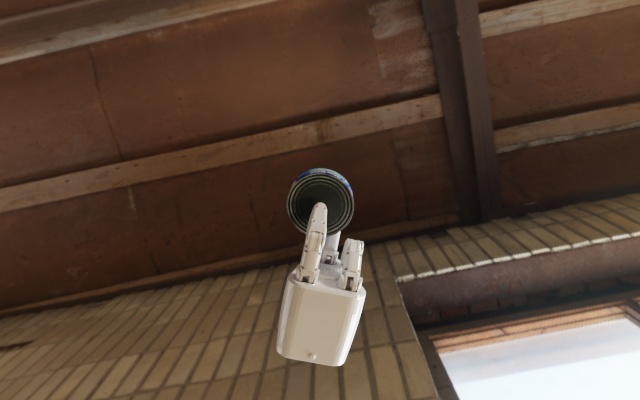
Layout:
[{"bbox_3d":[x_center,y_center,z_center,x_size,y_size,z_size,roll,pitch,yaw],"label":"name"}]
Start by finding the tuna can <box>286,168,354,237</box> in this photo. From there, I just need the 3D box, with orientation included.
[{"bbox_3d":[0.000,0.002,0.617,0.086,0.086,0.033,0,18,3],"label":"tuna can"}]
